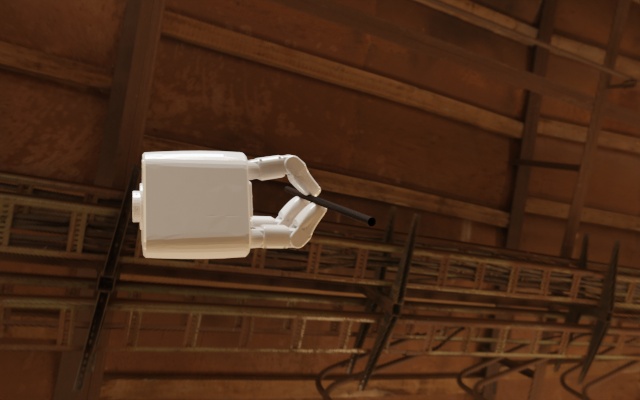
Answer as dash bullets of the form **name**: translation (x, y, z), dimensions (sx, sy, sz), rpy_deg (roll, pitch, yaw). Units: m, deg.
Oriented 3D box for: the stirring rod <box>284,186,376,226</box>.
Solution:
- **stirring rod**: translation (0.000, 0.002, 0.524), dimensions (0.011, 0.011, 0.239), rpy_deg (0, 8, -22)
